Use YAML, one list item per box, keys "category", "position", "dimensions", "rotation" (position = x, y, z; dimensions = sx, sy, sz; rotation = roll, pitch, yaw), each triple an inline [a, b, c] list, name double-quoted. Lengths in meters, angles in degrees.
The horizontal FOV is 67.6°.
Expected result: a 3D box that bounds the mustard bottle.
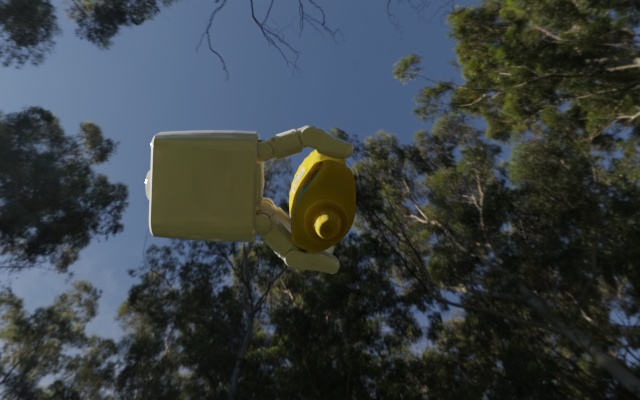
- category: "mustard bottle"
  position: [0.000, 0.002, 0.508]
  dimensions: [0.058, 0.096, 0.191]
  rotation: [25, 12, -9]
